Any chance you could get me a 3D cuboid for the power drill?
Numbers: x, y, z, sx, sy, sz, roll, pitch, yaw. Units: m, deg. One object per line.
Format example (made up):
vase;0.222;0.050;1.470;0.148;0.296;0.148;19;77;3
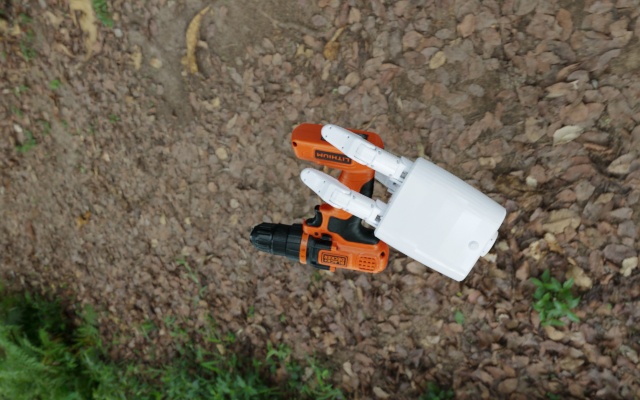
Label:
power drill;0.000;0.002;0.590;0.184;0.188;0.057;8;34;7
